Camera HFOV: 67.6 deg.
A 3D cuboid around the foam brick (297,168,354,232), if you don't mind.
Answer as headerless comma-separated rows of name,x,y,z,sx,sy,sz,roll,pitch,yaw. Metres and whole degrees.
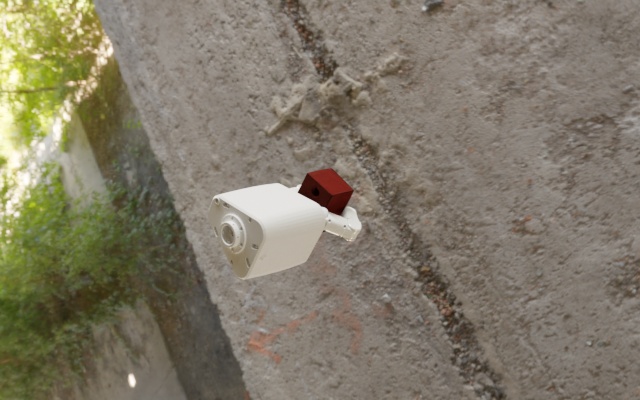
foam brick,0.000,0.002,0.674,0.051,0.078,0.053,-12,47,-48
